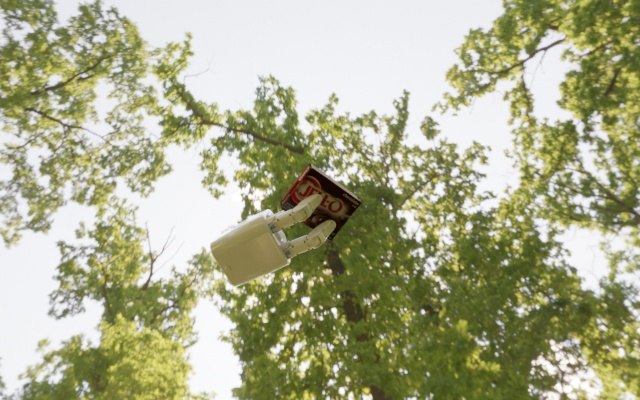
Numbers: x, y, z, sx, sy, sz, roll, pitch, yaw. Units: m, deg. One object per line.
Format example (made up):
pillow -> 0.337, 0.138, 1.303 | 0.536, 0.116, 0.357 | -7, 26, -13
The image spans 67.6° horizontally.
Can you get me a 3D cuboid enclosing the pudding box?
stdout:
pudding box -> 0.000, 0.003, 0.832 | 0.113, 0.090, 0.039 | 33, 15, -17
